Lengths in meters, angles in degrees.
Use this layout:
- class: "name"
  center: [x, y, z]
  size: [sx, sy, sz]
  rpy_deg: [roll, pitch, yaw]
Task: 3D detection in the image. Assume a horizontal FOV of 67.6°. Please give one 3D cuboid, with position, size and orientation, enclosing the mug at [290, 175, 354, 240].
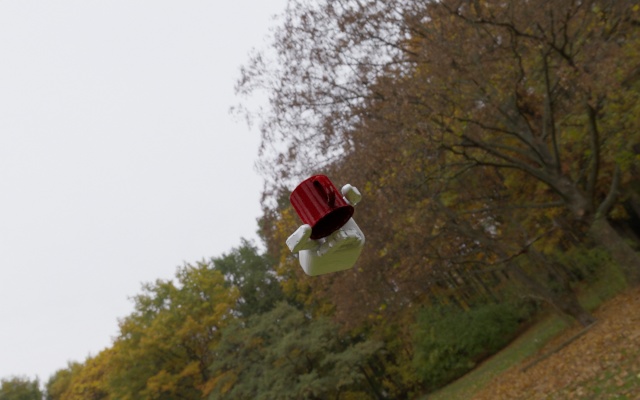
- class: "mug"
  center: [0.000, 0.002, 0.829]
  size: [0.093, 0.081, 0.117]
  rpy_deg: [-25, -26, -20]
